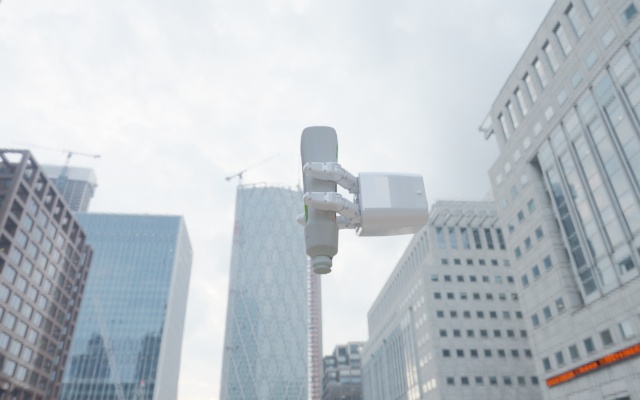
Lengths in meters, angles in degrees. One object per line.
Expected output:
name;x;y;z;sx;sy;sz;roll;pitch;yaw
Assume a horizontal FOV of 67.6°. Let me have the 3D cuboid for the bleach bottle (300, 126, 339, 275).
bleach bottle;0.000;0.002;0.781;0.068;0.250;0.103;-1;-31;-1
